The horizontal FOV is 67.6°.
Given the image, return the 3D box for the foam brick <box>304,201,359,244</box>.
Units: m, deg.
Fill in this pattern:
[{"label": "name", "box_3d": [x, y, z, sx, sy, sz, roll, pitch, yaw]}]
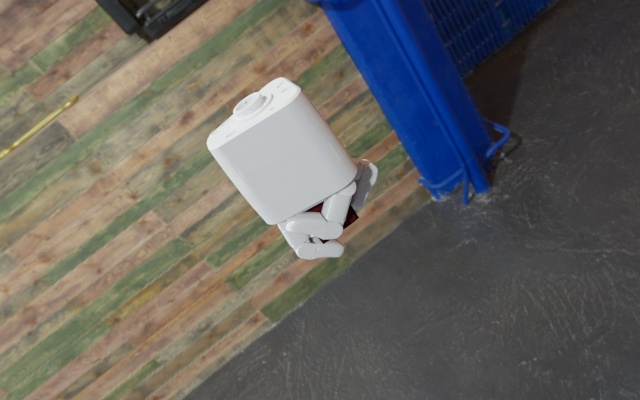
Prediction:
[{"label": "foam brick", "box_3d": [0.000, 0.002, 0.553, 0.053, 0.051, 0.078, -36, 29, -1]}]
